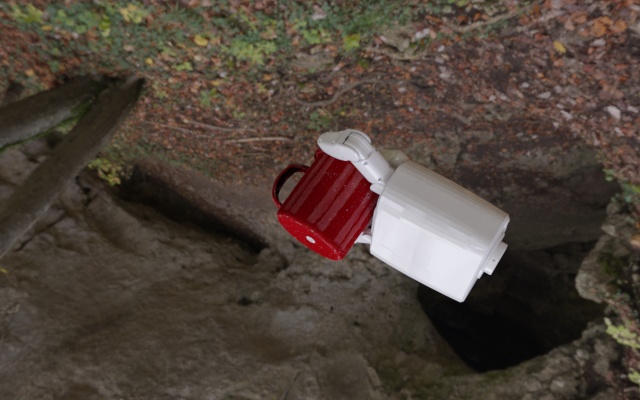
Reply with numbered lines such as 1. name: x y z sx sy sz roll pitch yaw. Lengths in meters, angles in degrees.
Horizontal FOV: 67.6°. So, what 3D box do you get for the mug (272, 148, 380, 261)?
1. mug: -0.001 0.001 0.491 0.117 0.081 0.093 29 -17 23
